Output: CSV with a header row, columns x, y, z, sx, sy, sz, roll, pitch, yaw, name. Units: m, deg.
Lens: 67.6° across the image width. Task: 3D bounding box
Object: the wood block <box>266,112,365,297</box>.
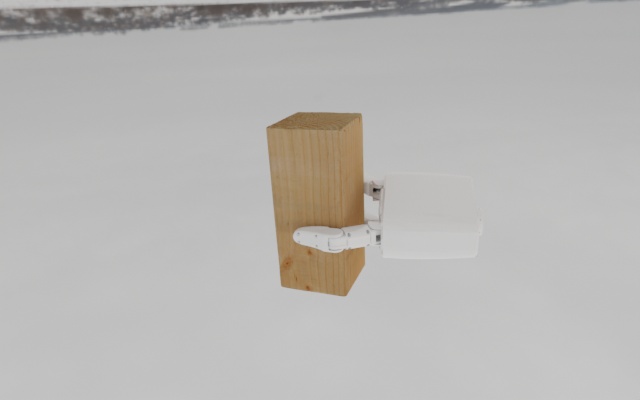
x,y,z,sx,sy,sz,roll,pitch,yaw,name
0.000,0.002,0.590,0.090,0.206,0.090,5,23,21,wood block
